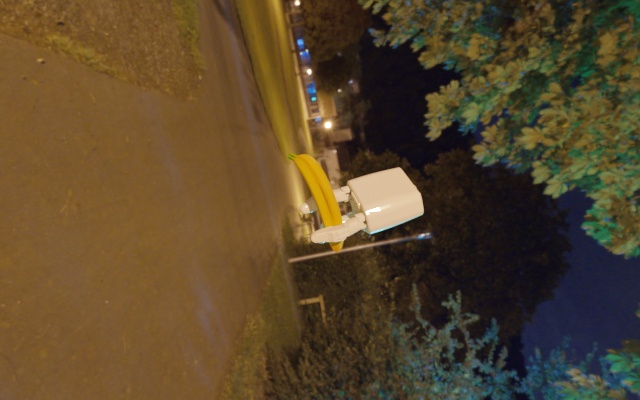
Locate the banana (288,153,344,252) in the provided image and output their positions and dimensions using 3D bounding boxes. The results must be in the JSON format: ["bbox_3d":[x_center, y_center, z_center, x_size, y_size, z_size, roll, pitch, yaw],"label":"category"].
[{"bbox_3d":[0.003,-0.002,0.834,0.037,0.198,0.069,-24,1,-15],"label":"banana"}]
